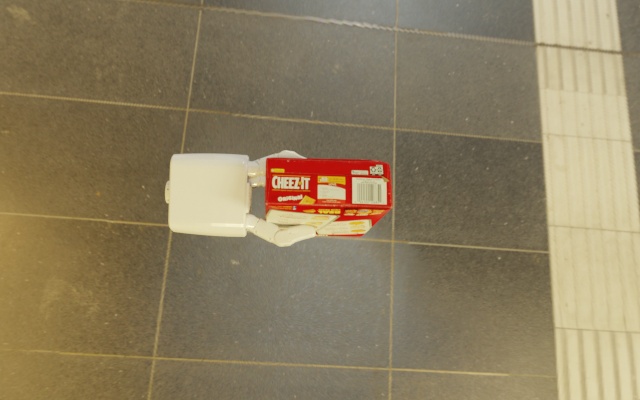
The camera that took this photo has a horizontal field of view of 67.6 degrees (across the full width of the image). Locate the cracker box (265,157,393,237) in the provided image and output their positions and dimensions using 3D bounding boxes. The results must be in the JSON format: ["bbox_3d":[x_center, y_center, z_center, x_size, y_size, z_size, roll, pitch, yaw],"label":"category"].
[{"bbox_3d":[0.000,0.002,0.704,0.164,0.072,0.214,1,-14,-6],"label":"cracker box"}]
